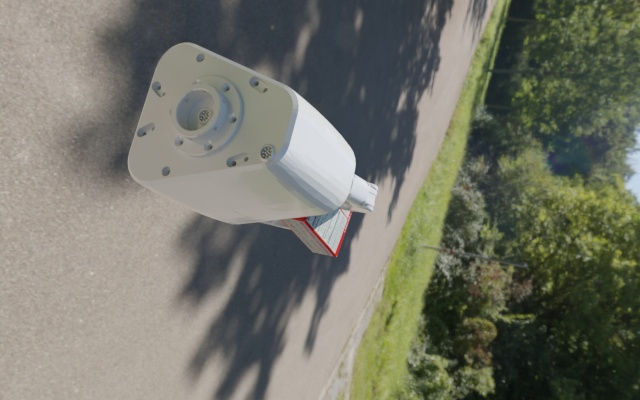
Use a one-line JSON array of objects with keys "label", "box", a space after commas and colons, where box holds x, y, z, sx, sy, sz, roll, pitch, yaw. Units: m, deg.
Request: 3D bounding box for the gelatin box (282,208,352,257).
[{"label": "gelatin box", "box": [0.001, 0.002, 0.437, 0.030, 0.073, 0.089, 9, -23, 27]}]
